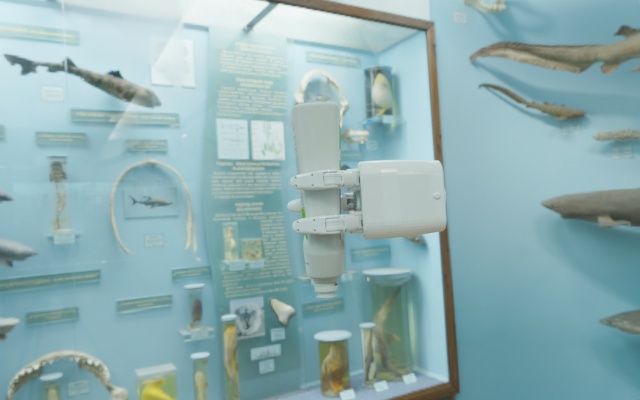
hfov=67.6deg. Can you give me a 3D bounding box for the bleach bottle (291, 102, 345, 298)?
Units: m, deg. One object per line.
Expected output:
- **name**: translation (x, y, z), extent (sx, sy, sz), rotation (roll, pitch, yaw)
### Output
- **bleach bottle**: translation (0.000, 0.002, 0.643), extent (0.068, 0.251, 0.102), rotation (-4, -1, -2)
